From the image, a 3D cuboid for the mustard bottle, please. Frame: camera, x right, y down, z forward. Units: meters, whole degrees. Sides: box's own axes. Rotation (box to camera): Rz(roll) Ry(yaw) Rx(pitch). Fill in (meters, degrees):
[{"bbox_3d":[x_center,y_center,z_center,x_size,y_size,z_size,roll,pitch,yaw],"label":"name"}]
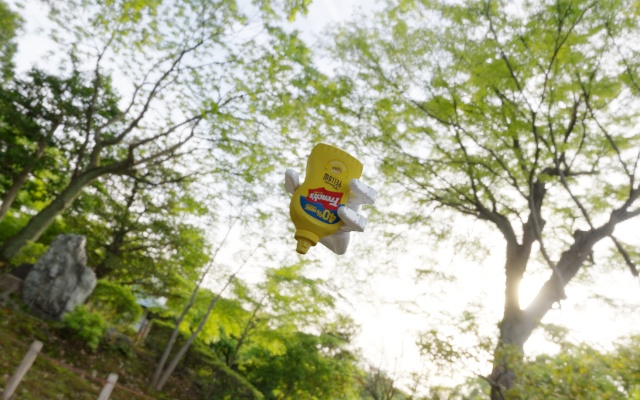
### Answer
[{"bbox_3d":[0.000,0.002,0.805,0.096,0.191,0.058,27,-23,-12],"label":"mustard bottle"}]
